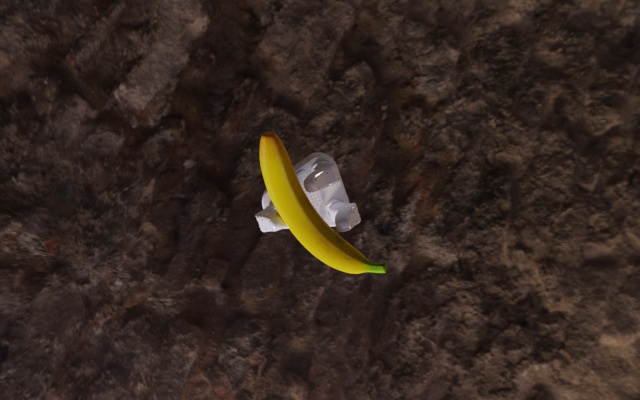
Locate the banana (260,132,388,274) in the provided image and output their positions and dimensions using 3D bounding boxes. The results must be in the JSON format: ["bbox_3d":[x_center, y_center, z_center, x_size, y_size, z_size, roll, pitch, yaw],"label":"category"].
[{"bbox_3d":[-0.010,0.014,0.529,0.070,0.198,0.037,-38,8,30],"label":"banana"}]
